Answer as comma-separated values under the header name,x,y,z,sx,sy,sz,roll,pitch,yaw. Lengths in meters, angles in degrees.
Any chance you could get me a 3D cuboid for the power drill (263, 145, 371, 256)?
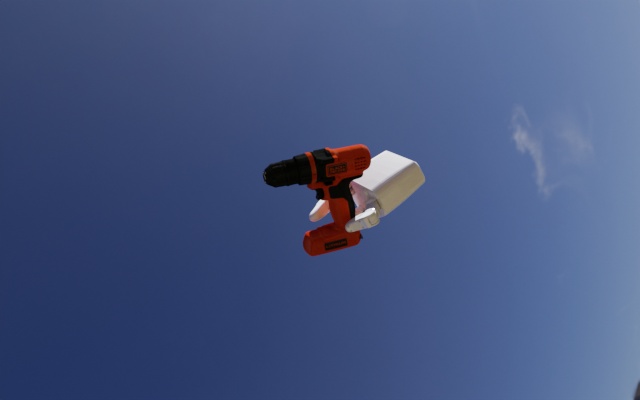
name,x,y,z,sx,sy,sz,roll,pitch,yaw
power drill,0.000,0.003,0.821,0.184,0.188,0.057,-12,32,-13
